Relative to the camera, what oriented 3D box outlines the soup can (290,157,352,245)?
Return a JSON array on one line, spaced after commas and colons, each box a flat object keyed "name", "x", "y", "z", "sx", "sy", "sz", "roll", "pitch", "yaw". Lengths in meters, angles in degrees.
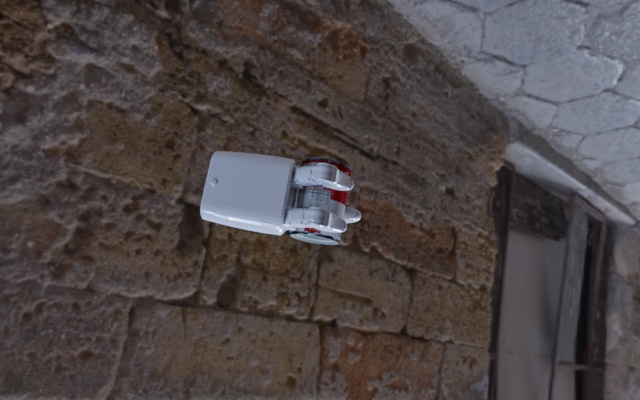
[{"name": "soup can", "x": 0.001, "y": 0.002, "z": 0.631, "sx": 0.068, "sy": 0.102, "sz": 0.068, "roll": 9, "pitch": -13, "yaw": 2}]
